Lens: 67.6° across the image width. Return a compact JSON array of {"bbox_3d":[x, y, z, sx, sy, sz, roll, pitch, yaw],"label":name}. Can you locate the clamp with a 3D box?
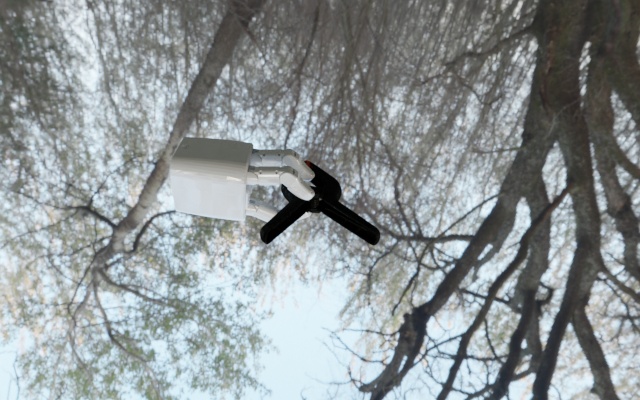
[{"bbox_3d":[0.000,0.003,0.719,0.164,0.036,0.209,6,32,-4],"label":"clamp"}]
